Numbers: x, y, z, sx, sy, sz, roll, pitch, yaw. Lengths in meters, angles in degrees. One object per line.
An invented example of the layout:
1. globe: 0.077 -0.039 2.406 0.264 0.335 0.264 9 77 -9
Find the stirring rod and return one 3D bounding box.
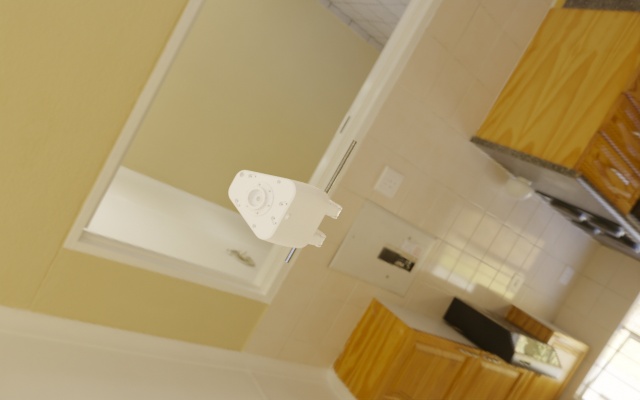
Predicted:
1. stirring rod: 0.000 0.003 0.824 0.011 0.239 0.011 29 5 -3
